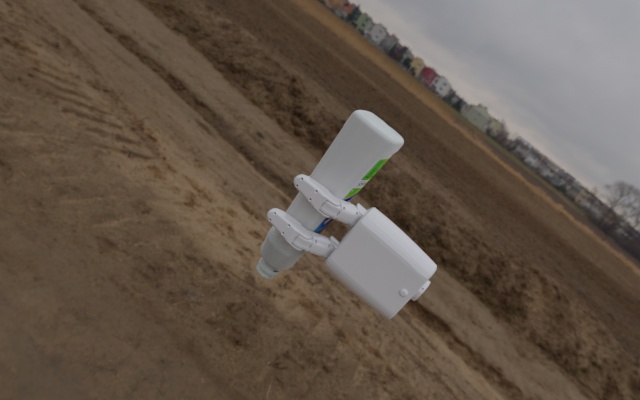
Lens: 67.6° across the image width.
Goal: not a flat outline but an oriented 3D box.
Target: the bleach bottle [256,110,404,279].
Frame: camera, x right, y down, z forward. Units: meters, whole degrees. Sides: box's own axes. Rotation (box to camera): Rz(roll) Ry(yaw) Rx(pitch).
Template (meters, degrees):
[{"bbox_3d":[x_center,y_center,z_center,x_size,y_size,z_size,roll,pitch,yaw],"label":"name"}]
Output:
[{"bbox_3d":[0.000,0.002,0.618,0.068,0.251,0.102,41,19,9],"label":"bleach bottle"}]
